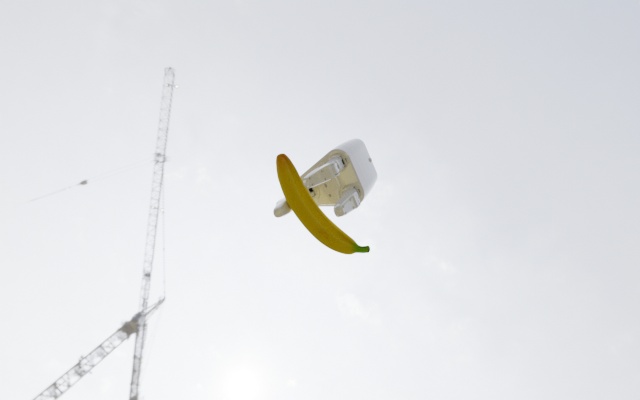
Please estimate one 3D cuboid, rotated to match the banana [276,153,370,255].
[{"bbox_3d":[-0.008,0.016,0.728,0.070,0.198,0.037,-47,-5,38],"label":"banana"}]
